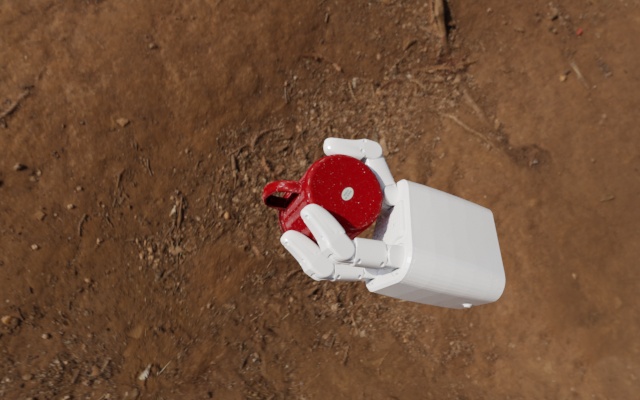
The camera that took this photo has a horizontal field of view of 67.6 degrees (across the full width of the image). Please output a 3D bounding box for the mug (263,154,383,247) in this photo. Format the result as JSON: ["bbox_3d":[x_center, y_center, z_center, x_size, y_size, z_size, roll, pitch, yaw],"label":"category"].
[{"bbox_3d":[-0.001,0.001,0.483,0.117,0.093,0.081,15,-25,-14],"label":"mug"}]
